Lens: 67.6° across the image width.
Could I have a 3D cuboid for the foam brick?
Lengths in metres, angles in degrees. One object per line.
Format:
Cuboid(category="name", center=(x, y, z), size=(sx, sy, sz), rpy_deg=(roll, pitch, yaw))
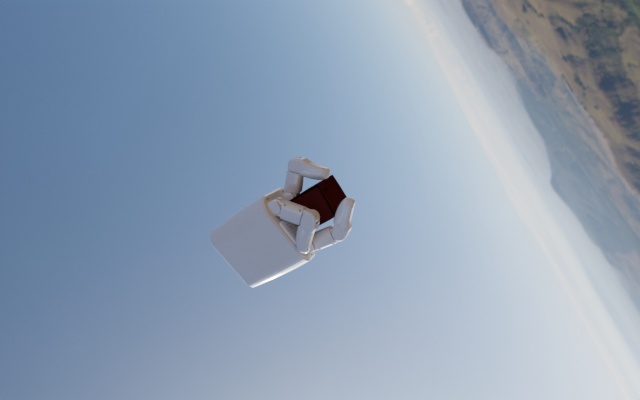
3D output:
Cuboid(category="foam brick", center=(0.000, 0.002, 0.688), size=(0.051, 0.053, 0.078), rpy_deg=(-30, 2, 22))
